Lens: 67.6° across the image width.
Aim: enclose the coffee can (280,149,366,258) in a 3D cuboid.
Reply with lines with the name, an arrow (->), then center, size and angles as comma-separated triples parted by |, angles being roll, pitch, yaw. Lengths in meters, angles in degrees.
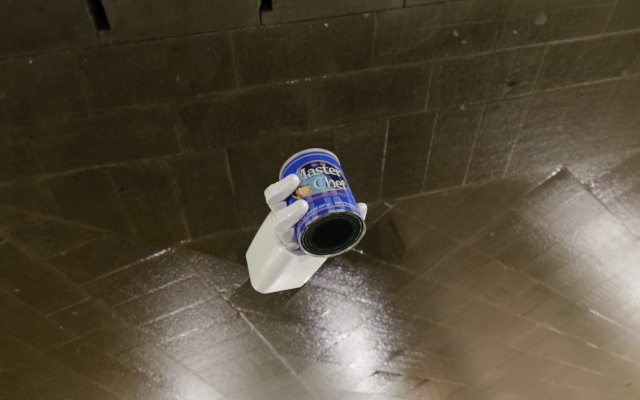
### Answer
coffee can -> 0.000, 0.002, 0.742 | 0.103, 0.103, 0.140 | 0, 44, -21
